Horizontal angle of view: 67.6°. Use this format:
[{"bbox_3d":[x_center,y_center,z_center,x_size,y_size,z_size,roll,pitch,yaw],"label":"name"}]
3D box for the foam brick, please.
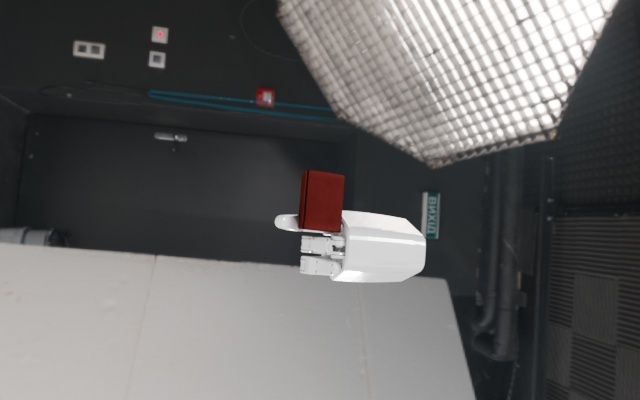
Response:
[{"bbox_3d":[0.000,0.002,0.636,0.051,0.078,0.053,5,-3,-9],"label":"foam brick"}]
